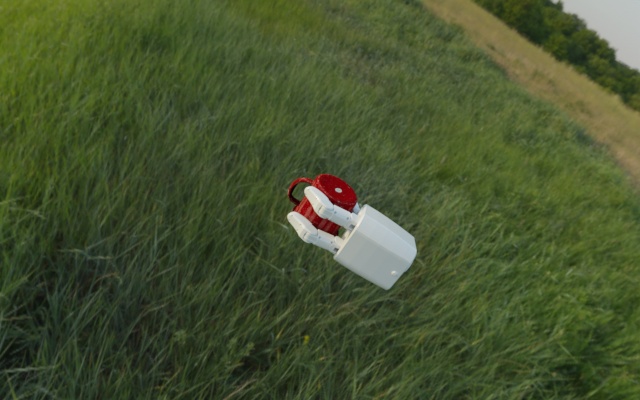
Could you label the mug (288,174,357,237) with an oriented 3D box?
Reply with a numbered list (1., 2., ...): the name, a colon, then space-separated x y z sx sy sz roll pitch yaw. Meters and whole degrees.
1. mug: -0.001 0.002 0.820 0.117 0.081 0.093 32 29 -2
